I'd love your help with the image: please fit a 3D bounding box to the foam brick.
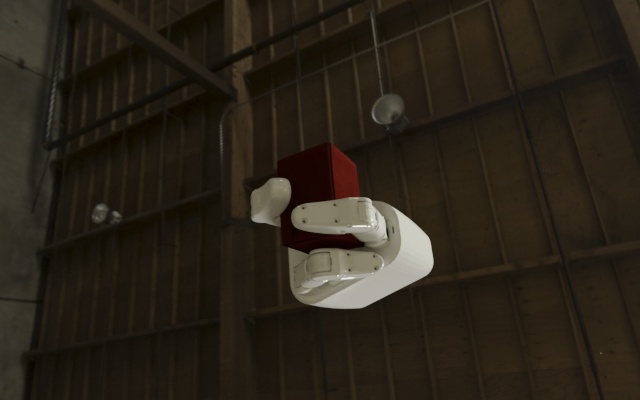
[{"bbox_3d":[0.000,0.001,0.400,0.053,0.078,0.051,-15,-22,27],"label":"foam brick"}]
